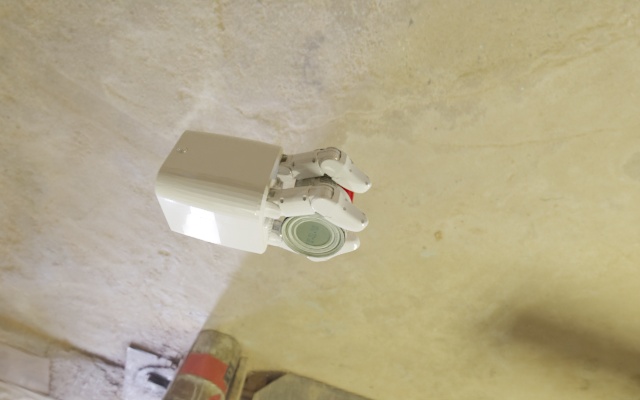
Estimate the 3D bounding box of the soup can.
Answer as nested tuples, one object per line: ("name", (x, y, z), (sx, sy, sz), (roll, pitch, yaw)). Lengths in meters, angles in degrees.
("soup can", (0.000, 0.002, 0.508), (0.068, 0.069, 0.102), (0, 42, 13))
